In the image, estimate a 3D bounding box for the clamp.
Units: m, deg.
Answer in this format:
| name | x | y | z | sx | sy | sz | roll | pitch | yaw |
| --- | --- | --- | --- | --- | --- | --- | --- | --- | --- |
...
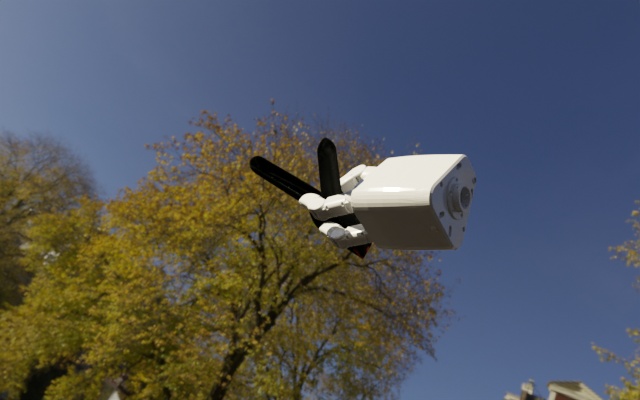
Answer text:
| name | x | y | z | sx | sy | sz | roll | pitch | yaw |
| --- | --- | --- | --- | --- | --- | --- | --- | --- | --- |
| clamp | 0.001 | 0.002 | 0.668 | 0.164 | 0.036 | 0.210 | 2 | -43 | 45 |
